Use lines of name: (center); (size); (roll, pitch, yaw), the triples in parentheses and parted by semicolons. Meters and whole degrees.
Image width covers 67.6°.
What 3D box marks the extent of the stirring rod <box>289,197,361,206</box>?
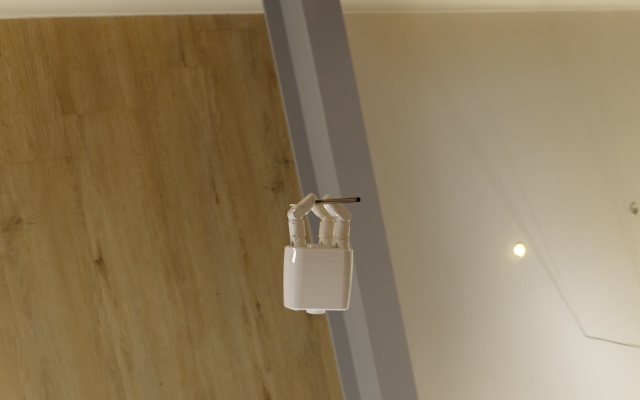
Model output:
stirring rod: (0.000, 0.003, 0.824); (0.011, 0.011, 0.239); (0, -2, -28)
